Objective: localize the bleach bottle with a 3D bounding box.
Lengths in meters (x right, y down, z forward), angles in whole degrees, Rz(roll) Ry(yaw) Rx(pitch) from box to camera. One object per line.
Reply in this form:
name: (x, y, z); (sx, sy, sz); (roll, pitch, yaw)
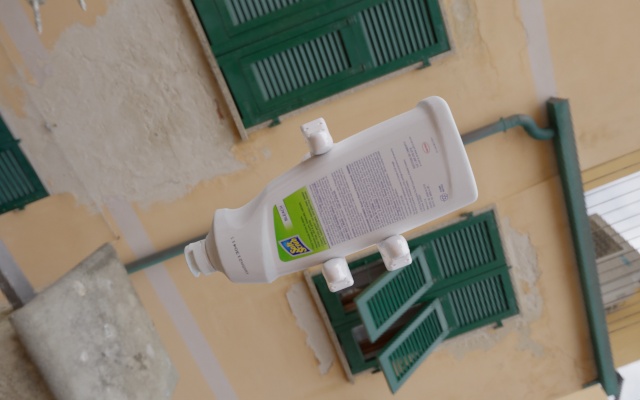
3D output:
bleach bottle: (0.000, 0.001, 0.418); (0.251, 0.102, 0.068); (-21, 5, 1)
